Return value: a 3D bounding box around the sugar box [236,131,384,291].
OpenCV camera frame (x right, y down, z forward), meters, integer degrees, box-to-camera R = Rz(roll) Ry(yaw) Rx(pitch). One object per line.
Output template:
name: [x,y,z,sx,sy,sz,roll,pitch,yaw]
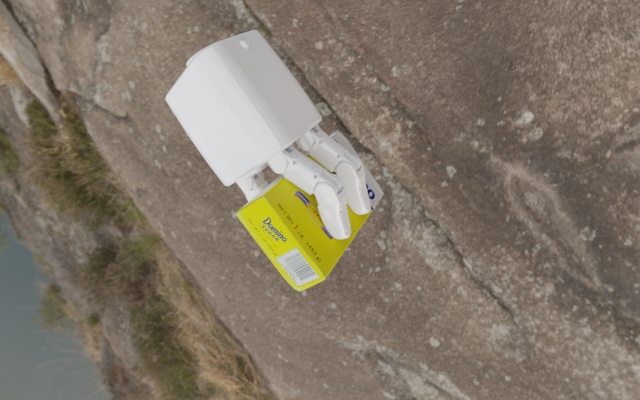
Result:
sugar box: [0.000,0.001,0.482,0.048,0.093,0.176,-28,12,37]
